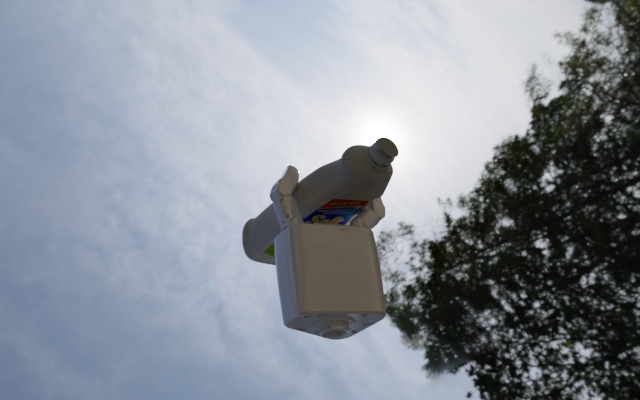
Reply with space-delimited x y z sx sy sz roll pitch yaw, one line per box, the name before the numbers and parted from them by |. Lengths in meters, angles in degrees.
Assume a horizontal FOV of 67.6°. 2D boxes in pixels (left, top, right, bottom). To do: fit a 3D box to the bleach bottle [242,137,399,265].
bleach bottle | 0.000 0.002 0.608 0.102 0.068 0.251 15 -39 -31
